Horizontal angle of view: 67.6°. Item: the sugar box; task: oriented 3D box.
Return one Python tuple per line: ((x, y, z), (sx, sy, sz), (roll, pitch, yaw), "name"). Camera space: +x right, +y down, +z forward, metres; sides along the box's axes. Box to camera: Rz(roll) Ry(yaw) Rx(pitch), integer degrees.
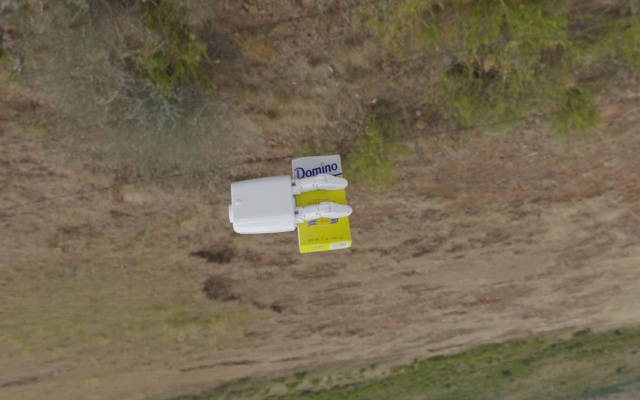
((0.000, 0.003, 0.875), (0.093, 0.176, 0.048), (-5, -22, -4), "sugar box")
